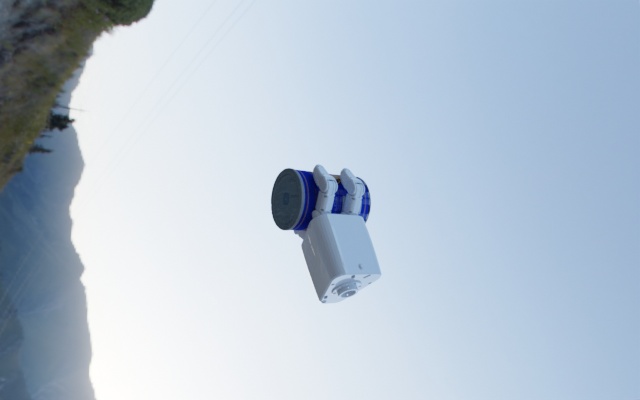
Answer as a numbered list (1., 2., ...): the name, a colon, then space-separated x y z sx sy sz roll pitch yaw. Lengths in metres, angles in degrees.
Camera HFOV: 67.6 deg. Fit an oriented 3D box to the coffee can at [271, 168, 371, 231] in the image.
1. coffee can: 0.000 0.003 0.818 0.140 0.103 0.103 5 -3 -33
